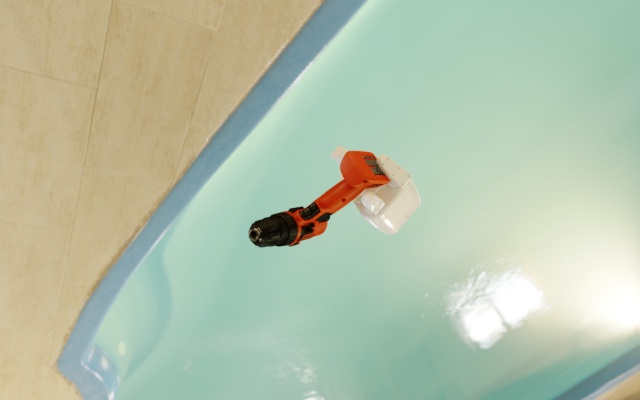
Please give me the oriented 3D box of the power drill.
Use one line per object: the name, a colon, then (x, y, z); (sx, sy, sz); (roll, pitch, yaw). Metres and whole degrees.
power drill: (0.001, 0.002, 0.701); (0.188, 0.057, 0.184); (-37, -12, 25)
